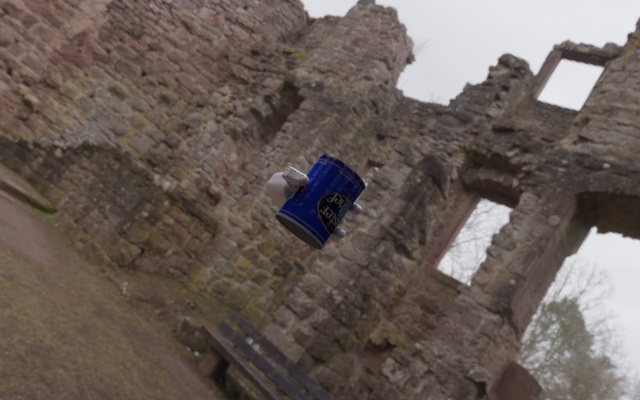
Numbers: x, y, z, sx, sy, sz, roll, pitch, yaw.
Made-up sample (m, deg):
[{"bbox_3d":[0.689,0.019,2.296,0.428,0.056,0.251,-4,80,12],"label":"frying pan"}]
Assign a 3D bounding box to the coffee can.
[{"bbox_3d":[0.000,0.003,0.862,0.103,0.140,0.103,35,-13,9],"label":"coffee can"}]
